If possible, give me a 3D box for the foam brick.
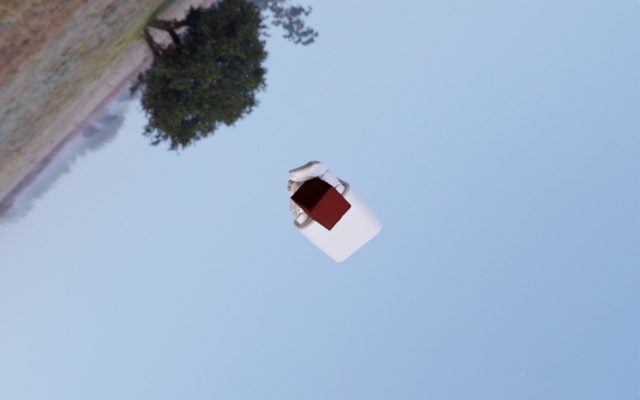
[{"bbox_3d":[0.000,0.002,0.731,0.051,0.053,0.078,46,-6,-29],"label":"foam brick"}]
